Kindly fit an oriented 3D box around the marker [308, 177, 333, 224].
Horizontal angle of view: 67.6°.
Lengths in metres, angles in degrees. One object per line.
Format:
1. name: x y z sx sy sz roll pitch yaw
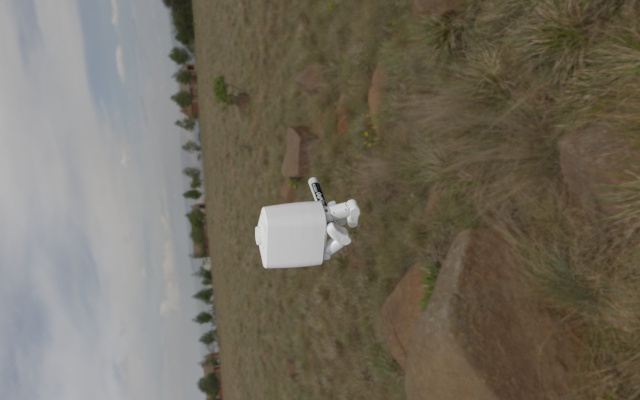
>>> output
1. marker: 0.000 0.003 0.887 0.020 0.020 0.121 0 44 -20
